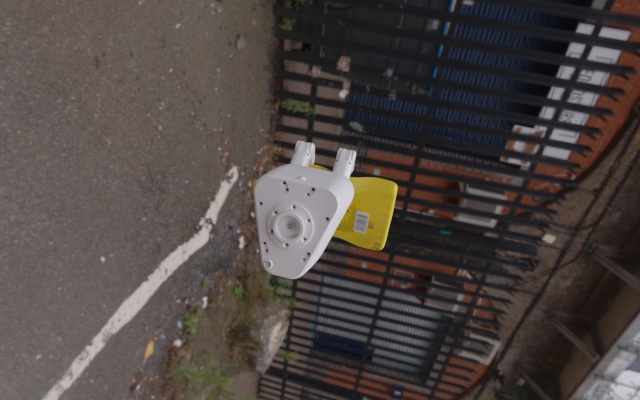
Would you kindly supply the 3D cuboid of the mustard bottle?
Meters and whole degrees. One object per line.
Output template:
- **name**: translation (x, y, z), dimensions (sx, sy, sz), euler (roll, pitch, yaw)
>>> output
- **mustard bottle**: translation (0.000, 0.002, 0.639), dimensions (0.191, 0.096, 0.058), euler (13, 35, 7)
